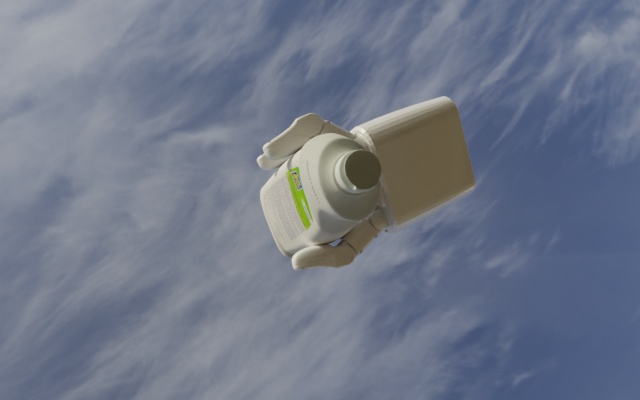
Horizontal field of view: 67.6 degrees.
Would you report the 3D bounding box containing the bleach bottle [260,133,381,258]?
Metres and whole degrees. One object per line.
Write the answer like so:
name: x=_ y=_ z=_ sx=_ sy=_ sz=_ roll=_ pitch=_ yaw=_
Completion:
bleach bottle: x=0.000 y=0.001 z=0.455 sx=0.068 sy=0.102 sz=0.251 roll=-23 pitch=-1 yaw=-17
